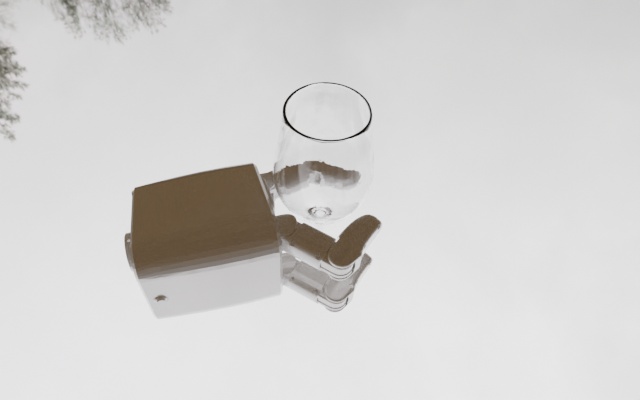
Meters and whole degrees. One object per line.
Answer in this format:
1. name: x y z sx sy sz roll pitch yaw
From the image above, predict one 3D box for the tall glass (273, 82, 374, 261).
1. tall glass: 0.000 0.002 0.402 0.079 0.079 0.201 0 -39 -4
